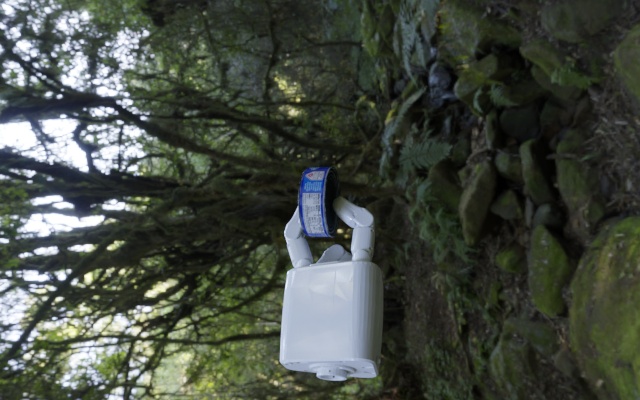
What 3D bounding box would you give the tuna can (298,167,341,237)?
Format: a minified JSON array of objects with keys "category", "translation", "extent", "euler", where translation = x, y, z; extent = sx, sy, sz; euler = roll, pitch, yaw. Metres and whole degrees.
[{"category":"tuna can","translation":[0.000,0.002,0.583],"extent":[0.034,0.086,0.086],"euler":[0,0,14]}]
